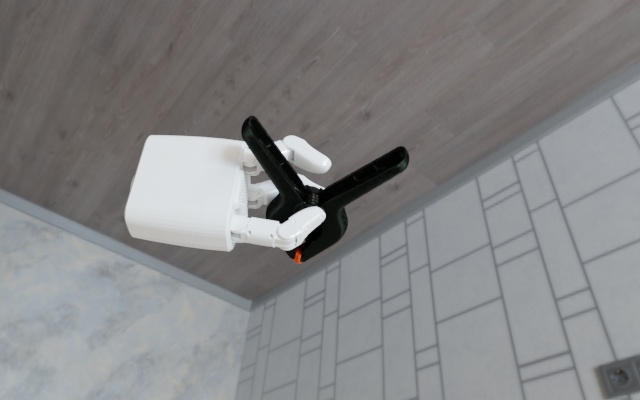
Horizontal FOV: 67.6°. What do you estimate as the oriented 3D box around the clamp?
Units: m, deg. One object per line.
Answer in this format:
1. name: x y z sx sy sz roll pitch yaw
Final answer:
1. clamp: 0.000 0.003 0.525 0.164 0.036 0.210 7 -42 1
